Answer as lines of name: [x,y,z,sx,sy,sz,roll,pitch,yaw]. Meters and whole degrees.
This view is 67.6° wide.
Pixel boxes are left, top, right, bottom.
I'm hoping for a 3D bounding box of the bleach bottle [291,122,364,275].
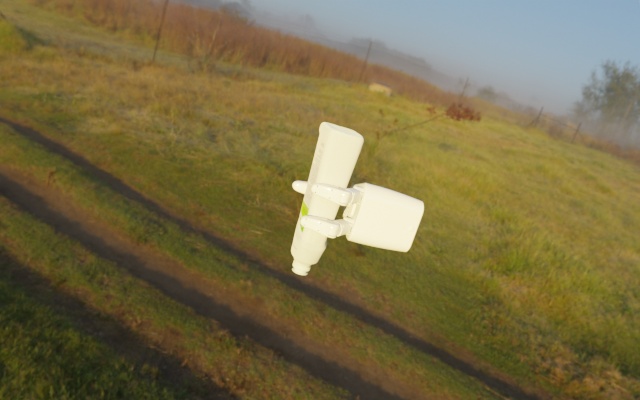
bleach bottle: [0.000,0.003,0.793,0.068,0.251,0.102,15,14,-11]
